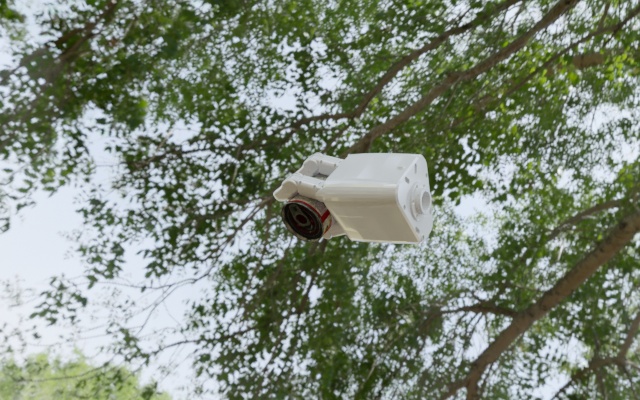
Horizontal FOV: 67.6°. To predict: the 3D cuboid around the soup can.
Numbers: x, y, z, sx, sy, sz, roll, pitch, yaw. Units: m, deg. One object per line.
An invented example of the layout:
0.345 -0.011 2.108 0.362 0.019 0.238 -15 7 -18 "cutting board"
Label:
0.000 0.002 0.680 0.068 0.068 0.102 0 34 38 "soup can"
